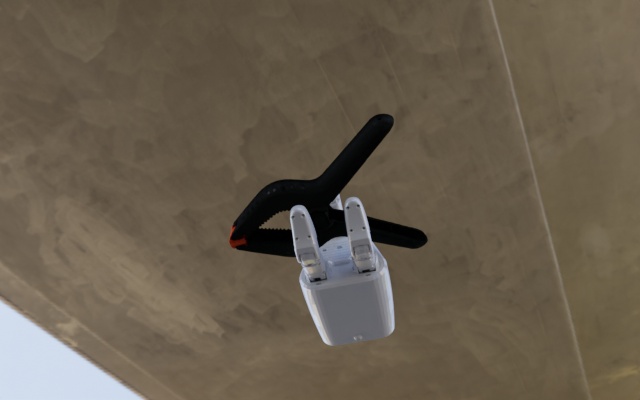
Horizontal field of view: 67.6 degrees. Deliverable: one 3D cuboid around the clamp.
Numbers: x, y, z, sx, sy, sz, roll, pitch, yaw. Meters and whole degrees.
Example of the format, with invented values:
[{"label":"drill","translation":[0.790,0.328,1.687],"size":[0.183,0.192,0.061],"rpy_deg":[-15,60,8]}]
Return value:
[{"label":"clamp","translation":[0.000,0.001,0.500],"size":[0.210,0.165,0.036],"rpy_deg":[-11,32,5]}]
